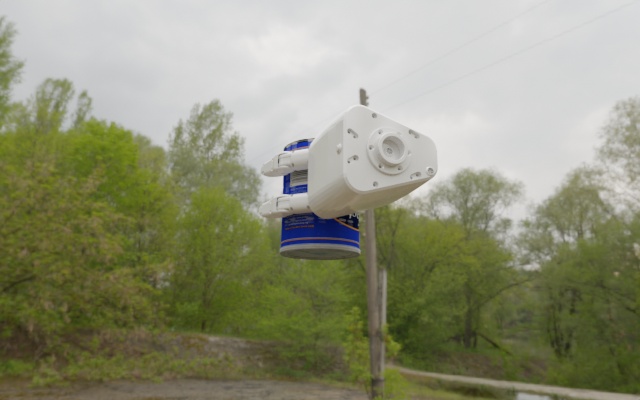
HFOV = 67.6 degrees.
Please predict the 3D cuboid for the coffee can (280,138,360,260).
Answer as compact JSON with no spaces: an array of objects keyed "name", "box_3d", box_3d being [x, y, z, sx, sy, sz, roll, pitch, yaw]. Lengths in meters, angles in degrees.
[{"name":"coffee can","box_3d":[0.000,0.002,0.624,0.103,0.140,0.103,1,-14,0]}]
